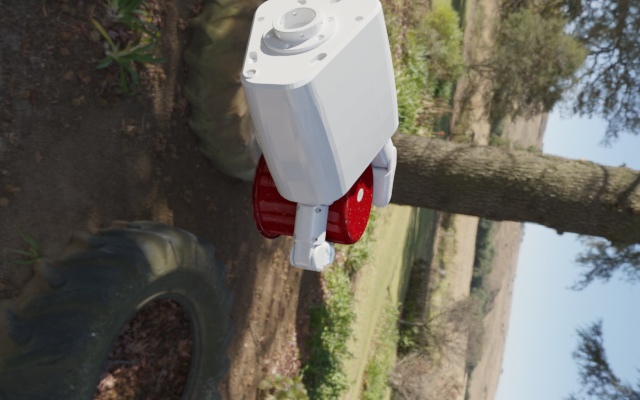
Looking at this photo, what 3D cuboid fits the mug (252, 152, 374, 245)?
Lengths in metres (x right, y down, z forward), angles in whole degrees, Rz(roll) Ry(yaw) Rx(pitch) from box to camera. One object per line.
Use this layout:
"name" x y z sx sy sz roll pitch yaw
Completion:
"mug" 0.001 0.002 0.430 0.081 0.093 0.117 7 -37 21
